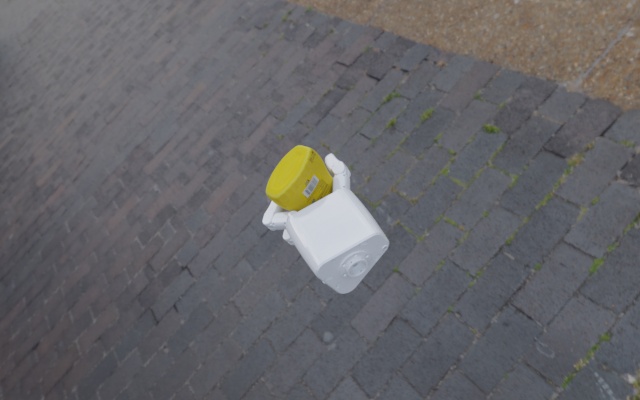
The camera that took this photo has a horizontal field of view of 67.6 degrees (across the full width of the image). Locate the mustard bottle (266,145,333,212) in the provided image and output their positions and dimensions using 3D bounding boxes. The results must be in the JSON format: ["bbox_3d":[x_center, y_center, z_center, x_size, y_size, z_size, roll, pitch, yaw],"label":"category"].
[{"bbox_3d":[0.000,0.002,0.768,0.058,0.096,0.192,20,-17,43],"label":"mustard bottle"}]
